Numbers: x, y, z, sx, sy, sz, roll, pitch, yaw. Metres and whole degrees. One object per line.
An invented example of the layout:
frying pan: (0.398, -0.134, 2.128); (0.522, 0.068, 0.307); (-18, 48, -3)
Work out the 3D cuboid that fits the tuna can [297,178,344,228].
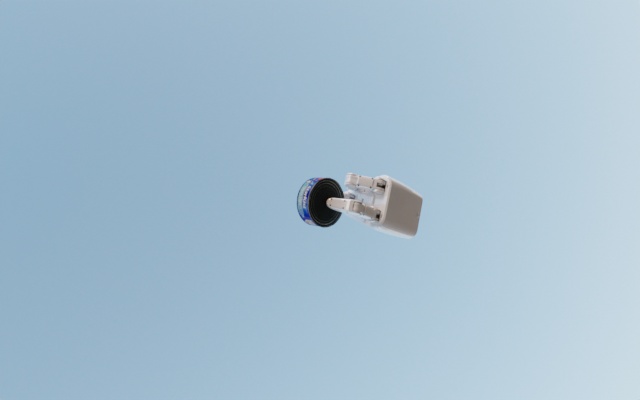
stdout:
tuna can: (0.000, 0.003, 0.826); (0.086, 0.086, 0.034); (0, 4, -43)
